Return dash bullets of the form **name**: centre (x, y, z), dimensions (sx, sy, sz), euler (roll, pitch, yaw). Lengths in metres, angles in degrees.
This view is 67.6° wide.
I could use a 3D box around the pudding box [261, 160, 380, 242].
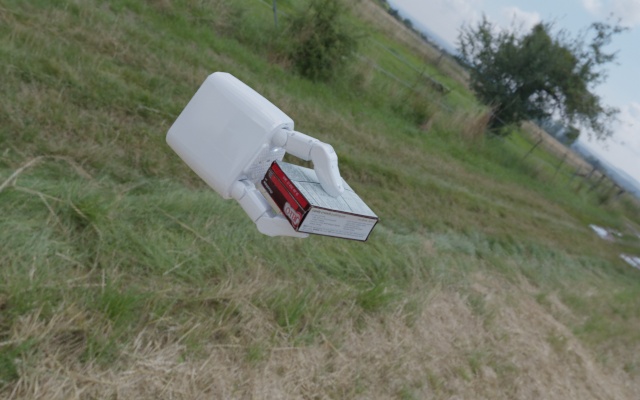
- **pudding box**: centre (0.000, 0.002, 0.541), dimensions (0.113, 0.039, 0.090), euler (10, 30, -42)
